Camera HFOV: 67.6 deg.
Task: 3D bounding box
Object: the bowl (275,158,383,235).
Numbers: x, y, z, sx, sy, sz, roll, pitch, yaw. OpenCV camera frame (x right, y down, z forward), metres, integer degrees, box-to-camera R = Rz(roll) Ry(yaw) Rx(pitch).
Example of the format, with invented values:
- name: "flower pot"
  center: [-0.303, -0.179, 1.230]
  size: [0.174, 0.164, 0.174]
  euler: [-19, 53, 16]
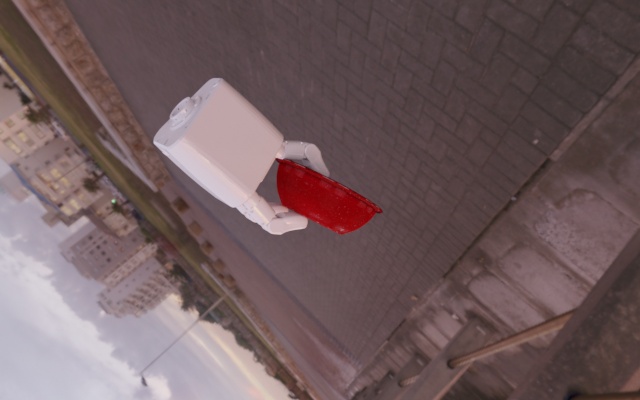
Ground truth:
- name: "bowl"
  center: [0.001, 0.003, 0.646]
  size: [0.162, 0.055, 0.162]
  euler: [26, -3, 1]
